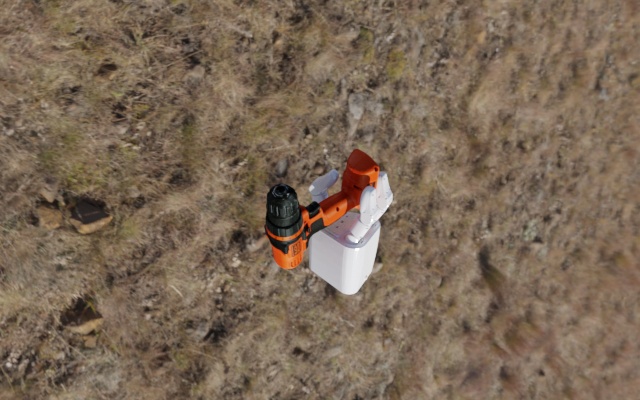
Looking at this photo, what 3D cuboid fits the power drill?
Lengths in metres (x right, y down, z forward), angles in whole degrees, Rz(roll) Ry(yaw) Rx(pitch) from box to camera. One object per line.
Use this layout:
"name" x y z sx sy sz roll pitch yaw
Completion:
"power drill" 0.000 0.002 0.697 0.187 0.057 0.185 -34 -26 -22
